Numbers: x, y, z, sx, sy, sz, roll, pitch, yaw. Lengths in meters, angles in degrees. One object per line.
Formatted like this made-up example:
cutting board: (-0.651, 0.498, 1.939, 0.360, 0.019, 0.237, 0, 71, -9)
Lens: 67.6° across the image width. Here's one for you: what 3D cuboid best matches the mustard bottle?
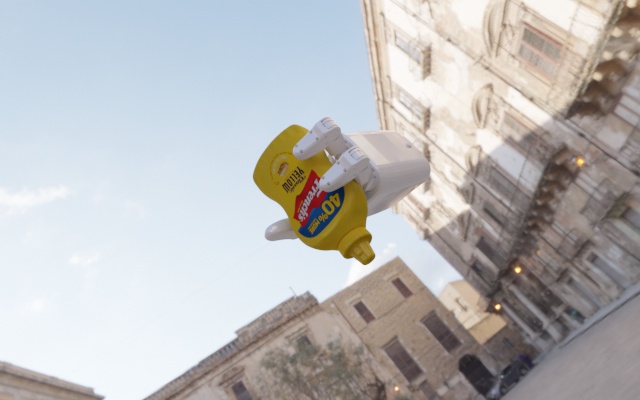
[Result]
mustard bottle: (0.000, 0.002, 0.567, 0.191, 0.096, 0.058, 50, 18, 28)
